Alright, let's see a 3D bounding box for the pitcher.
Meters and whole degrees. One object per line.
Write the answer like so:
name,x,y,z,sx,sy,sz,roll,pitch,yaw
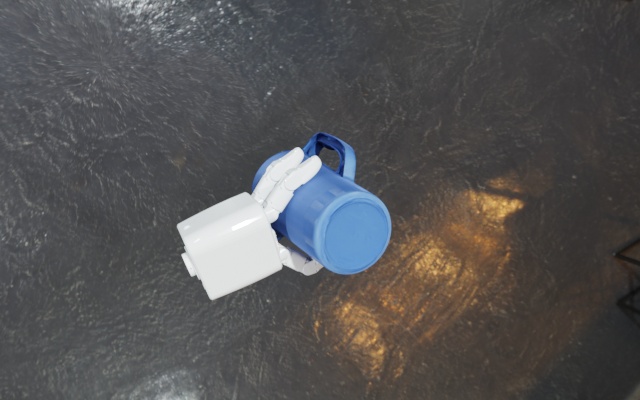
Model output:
pitcher,0.000,0.002,0.681,0.145,0.149,0.242,-24,23,-16
